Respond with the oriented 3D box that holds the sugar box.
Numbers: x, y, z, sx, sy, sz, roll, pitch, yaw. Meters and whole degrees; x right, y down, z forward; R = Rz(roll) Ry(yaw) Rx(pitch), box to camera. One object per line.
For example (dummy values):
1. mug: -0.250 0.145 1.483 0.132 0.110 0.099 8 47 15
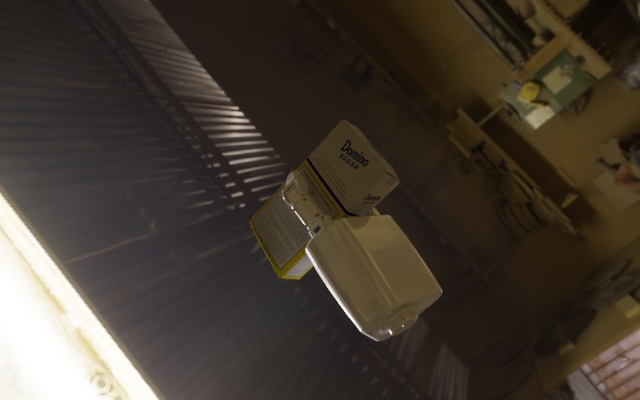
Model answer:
1. sugar box: 0.000 0.002 0.560 0.176 0.093 0.048 -44 -30 16
